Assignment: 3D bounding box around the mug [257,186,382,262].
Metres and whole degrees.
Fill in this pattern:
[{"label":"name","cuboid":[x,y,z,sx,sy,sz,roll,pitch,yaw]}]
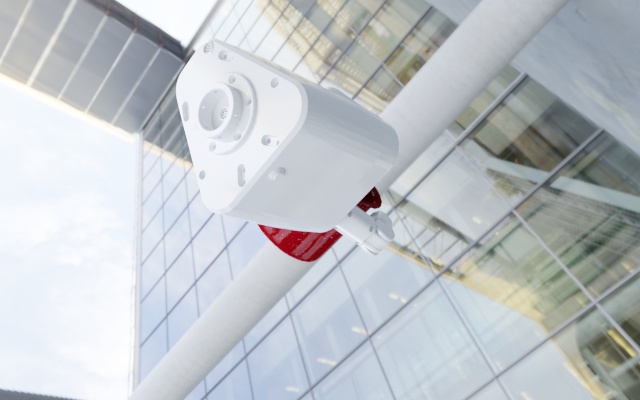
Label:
[{"label":"mug","cuboid":[0.001,0.002,0.435,0.081,0.093,0.117,-47,-30,19]}]
